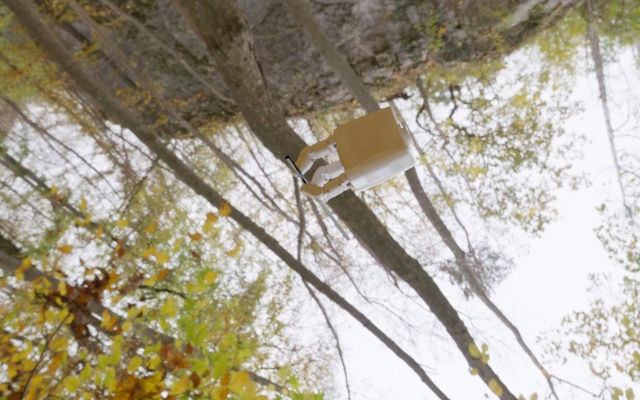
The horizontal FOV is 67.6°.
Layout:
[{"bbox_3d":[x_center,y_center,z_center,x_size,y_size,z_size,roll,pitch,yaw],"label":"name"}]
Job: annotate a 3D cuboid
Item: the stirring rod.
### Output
[{"bbox_3d":[0.000,0.003,0.857,0.011,0.011,0.240,0,-37,35],"label":"stirring rod"}]
